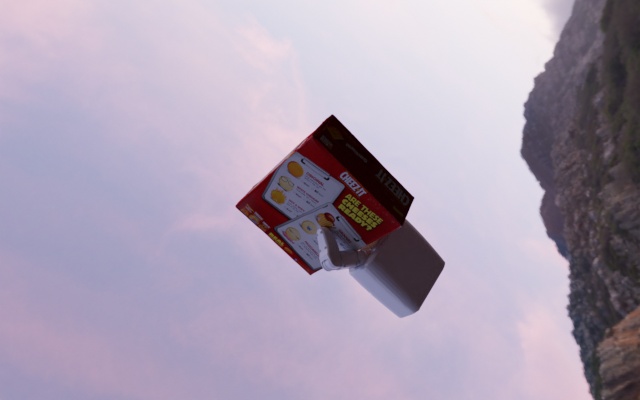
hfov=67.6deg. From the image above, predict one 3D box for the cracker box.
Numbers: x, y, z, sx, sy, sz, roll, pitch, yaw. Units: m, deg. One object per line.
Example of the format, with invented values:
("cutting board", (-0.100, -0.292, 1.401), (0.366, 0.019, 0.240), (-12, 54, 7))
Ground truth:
("cracker box", (0.000, 0.002, 0.684), (0.214, 0.164, 0.072), (-36, 14, 45))
